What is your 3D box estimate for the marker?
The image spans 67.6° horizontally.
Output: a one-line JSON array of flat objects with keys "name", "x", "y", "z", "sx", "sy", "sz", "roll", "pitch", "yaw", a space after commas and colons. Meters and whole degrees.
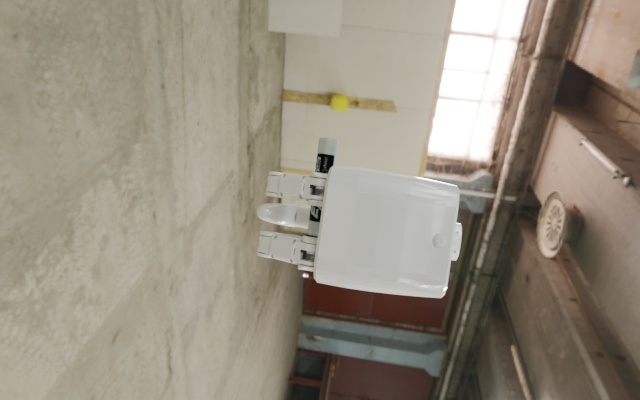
[{"name": "marker", "x": 0.000, "y": 0.001, "z": 0.453, "sx": 0.020, "sy": 0.121, "sz": 0.020, "roll": 8, "pitch": 0, "yaw": 0}]
